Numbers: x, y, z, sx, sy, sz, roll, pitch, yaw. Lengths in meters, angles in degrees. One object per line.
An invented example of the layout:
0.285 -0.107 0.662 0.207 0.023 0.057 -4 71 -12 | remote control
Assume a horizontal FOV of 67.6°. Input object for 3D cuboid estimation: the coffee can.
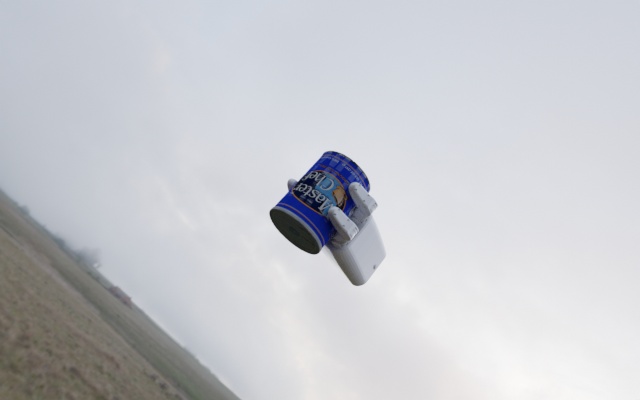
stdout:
0.000 0.003 0.777 0.140 0.103 0.103 -49 24 -24 | coffee can
